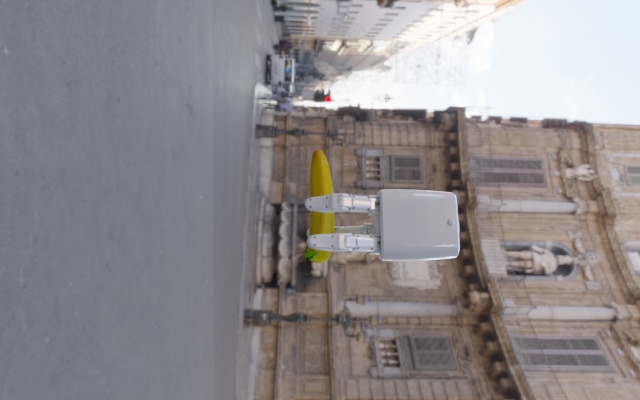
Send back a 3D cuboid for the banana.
[{"bbox_3d":[0.001,0.016,0.701,0.037,0.197,0.070,-1,-38,3],"label":"banana"}]
